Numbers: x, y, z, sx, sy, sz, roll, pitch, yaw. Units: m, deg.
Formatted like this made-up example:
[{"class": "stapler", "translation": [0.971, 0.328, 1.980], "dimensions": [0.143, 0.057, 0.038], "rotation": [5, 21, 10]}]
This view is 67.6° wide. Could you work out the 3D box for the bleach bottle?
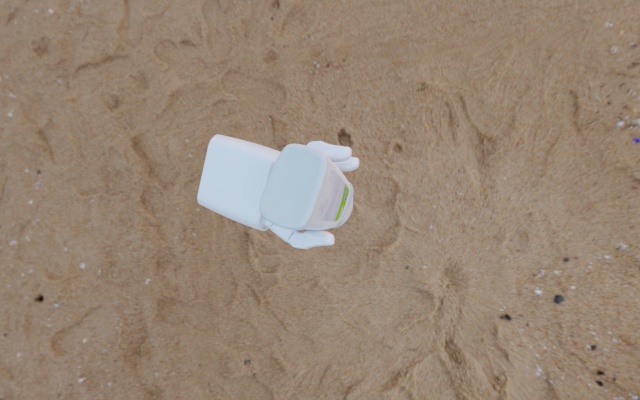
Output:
[{"class": "bleach bottle", "translation": [0.000, 0.002, 0.661], "dimensions": [0.068, 0.102, 0.251], "rotation": [19, -5, 17]}]
